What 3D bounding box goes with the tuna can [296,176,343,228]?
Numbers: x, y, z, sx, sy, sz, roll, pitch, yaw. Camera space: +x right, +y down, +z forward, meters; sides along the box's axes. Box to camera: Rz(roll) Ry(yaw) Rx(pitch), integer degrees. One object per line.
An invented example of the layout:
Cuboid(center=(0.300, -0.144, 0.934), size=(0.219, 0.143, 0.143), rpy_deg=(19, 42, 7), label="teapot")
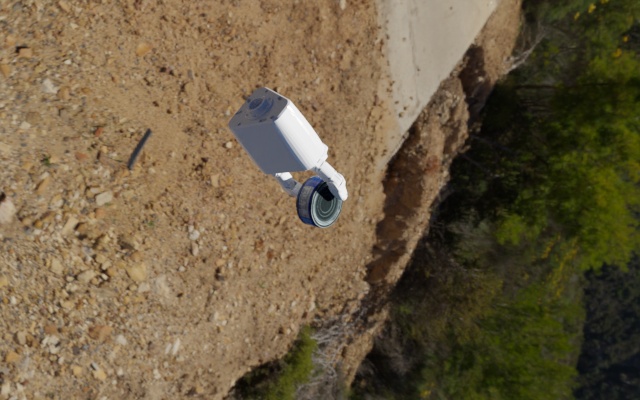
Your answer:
Cuboid(center=(0.001, 0.003, 0.804), size=(0.033, 0.086, 0.086), rpy_deg=(14, 9, 39), label="tuna can")
